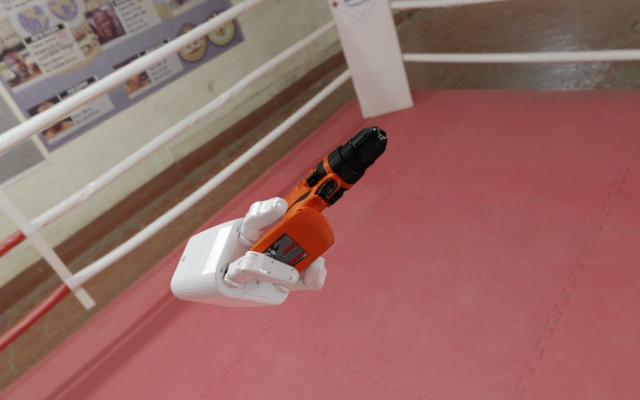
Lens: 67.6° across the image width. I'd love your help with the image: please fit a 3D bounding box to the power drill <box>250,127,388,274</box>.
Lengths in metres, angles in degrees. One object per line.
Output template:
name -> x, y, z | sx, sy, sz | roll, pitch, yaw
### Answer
power drill -> 0.000, 0.002, 0.571 | 0.184, 0.057, 0.187 | -43, 8, 31
